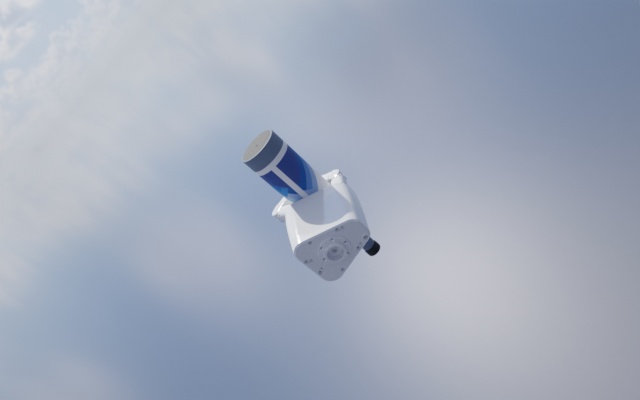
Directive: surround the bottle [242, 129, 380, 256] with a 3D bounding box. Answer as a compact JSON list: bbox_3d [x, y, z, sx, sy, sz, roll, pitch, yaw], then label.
[{"bbox_3d":[0.000,0.002,0.796,0.296,0.069,0.069,42,-22,-27],"label":"bottle"}]
